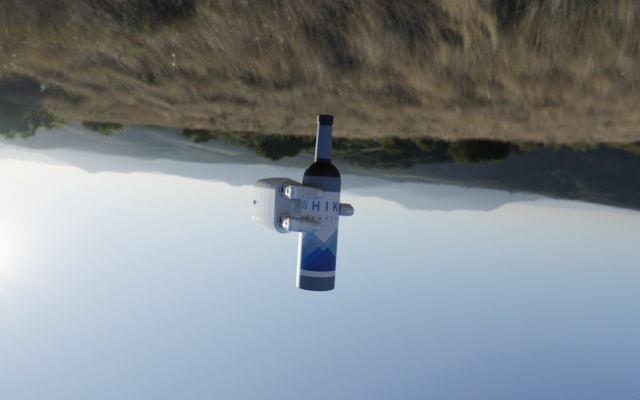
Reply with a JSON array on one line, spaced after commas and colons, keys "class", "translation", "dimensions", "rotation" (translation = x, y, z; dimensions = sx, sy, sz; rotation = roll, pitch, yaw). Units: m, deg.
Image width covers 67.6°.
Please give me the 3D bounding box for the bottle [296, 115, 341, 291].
[{"class": "bottle", "translation": [0.000, 0.003, 0.817], "dimensions": [0.069, 0.296, 0.069], "rotation": [3, 2, 0]}]
